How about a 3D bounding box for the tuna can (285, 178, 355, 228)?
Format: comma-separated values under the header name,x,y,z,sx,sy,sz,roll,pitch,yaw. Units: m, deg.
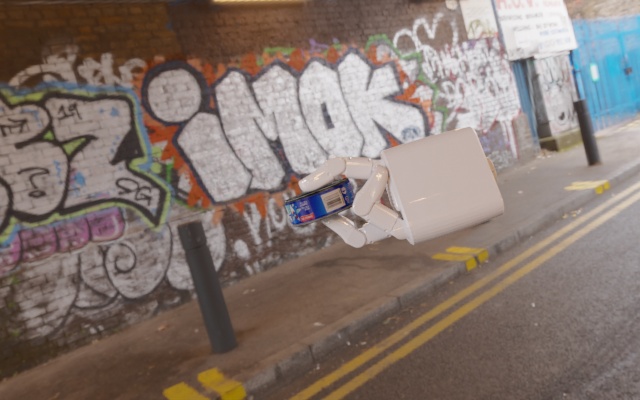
name,x,y,z,sx,sy,sz,roll,pitch,yaw
tuna can,0.000,0.001,0.585,0.086,0.034,0.086,-21,4,2
